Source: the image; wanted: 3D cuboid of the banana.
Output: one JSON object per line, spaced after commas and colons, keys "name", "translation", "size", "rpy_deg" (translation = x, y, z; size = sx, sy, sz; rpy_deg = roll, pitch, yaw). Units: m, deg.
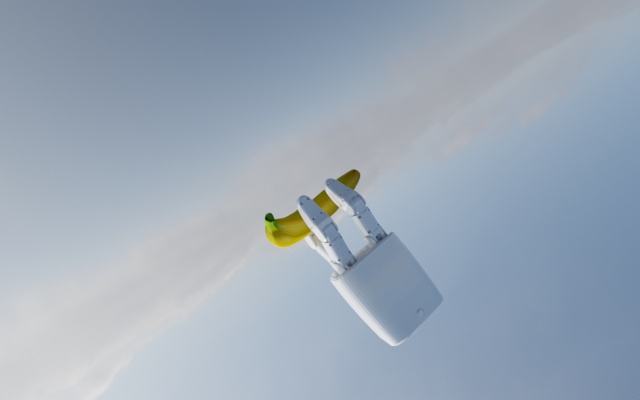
{"name": "banana", "translation": [-0.010, 0.015, 0.622], "size": [0.197, 0.037, 0.070], "rpy_deg": [-32, -17, -49]}
